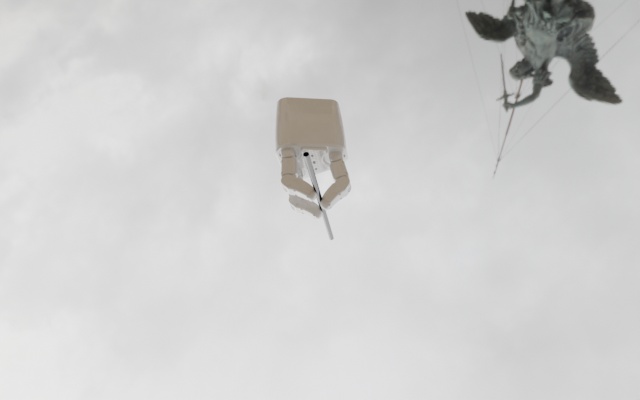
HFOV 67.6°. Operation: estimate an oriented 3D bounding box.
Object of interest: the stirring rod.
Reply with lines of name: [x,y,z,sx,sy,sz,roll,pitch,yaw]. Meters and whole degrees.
stirring rod: [0.000,0.002,0.720,0.011,0.011,0.240,0,-31,11]
